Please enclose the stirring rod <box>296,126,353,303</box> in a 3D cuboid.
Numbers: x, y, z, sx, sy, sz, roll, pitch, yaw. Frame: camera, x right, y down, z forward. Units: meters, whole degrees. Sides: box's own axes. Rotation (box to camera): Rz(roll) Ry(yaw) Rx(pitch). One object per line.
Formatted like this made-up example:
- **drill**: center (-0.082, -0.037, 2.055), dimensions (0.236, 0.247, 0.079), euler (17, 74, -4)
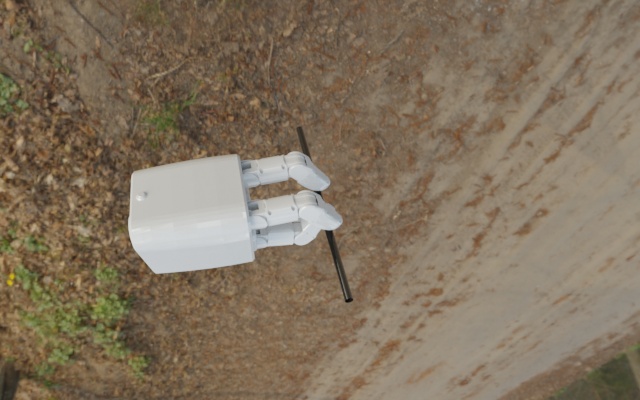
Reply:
- **stirring rod**: center (0.000, 0.002, 0.512), dimensions (0.011, 0.239, 0.011), euler (-10, -39, -8)
